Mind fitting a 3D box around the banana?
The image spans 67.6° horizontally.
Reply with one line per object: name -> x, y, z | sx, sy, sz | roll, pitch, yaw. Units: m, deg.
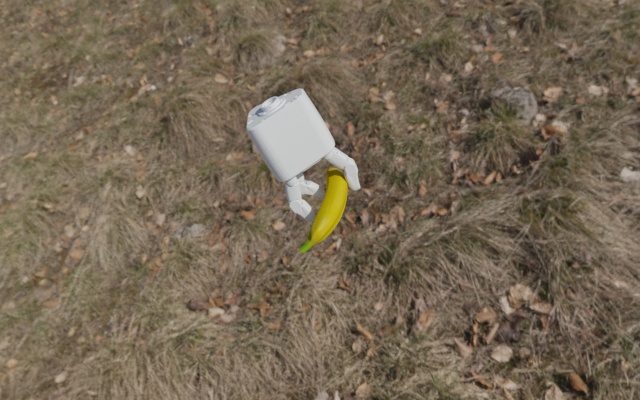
banana -> 0.014, 0.001, 0.811 | 0.069, 0.037, 0.197 | -16, 36, 34
